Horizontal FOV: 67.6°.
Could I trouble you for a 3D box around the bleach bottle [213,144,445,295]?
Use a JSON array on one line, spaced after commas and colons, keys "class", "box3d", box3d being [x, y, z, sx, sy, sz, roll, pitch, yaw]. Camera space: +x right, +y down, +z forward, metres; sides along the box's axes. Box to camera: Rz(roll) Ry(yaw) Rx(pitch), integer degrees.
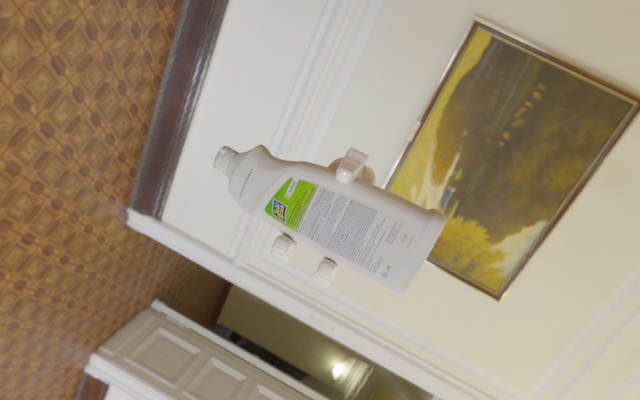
[{"class": "bleach bottle", "box3d": [0.000, 0.002, 0.524, 0.251, 0.102, 0.068, 28, 10, 6]}]
